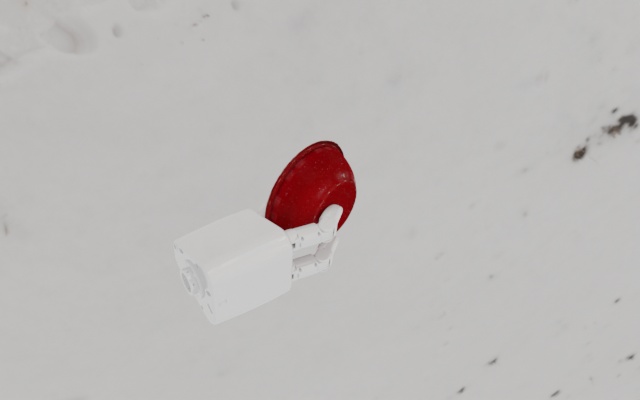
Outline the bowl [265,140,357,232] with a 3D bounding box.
[{"bbox_3d":[0.001,0.002,0.654,0.055,0.162,0.162,32,16,29],"label":"bowl"}]
